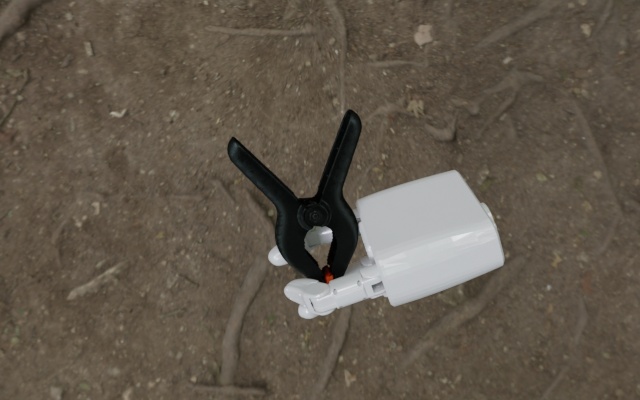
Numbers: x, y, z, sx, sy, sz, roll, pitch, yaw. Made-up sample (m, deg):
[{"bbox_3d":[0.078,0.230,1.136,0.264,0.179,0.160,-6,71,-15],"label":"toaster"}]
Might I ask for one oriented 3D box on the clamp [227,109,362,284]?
[{"bbox_3d":[0.000,0.002,0.443,0.120,0.171,0.039,-20,21,3],"label":"clamp"}]
